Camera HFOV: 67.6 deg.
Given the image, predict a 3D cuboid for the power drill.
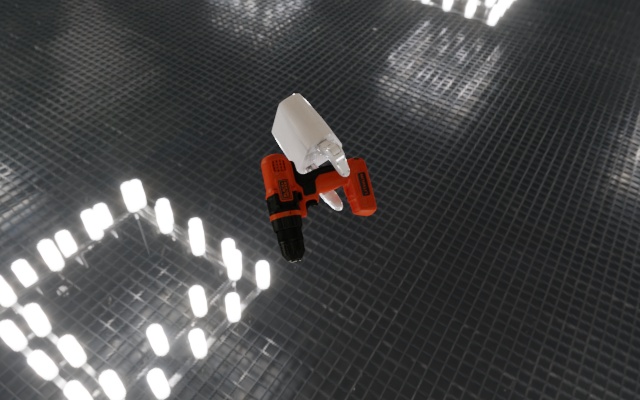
[{"bbox_3d":[0.000,0.002,0.819,0.187,0.184,0.057,-9,-8,-26],"label":"power drill"}]
